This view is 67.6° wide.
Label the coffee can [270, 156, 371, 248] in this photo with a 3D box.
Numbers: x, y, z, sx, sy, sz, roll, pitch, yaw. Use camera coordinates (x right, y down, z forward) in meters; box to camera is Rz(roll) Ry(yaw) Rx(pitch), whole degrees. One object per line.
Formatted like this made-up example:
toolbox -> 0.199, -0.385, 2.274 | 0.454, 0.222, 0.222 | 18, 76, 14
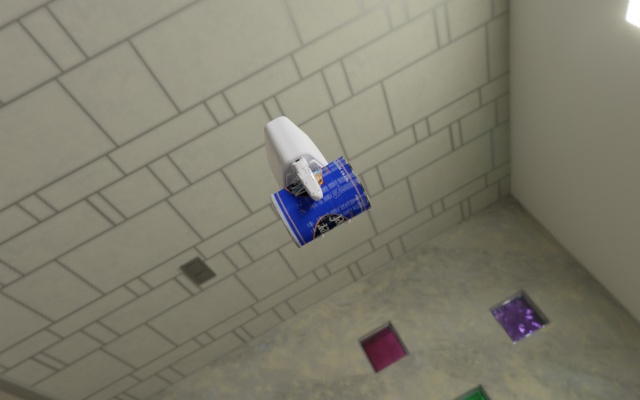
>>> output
coffee can -> 0.000, 0.003, 0.808 | 0.140, 0.103, 0.103 | -29, 1, -2
